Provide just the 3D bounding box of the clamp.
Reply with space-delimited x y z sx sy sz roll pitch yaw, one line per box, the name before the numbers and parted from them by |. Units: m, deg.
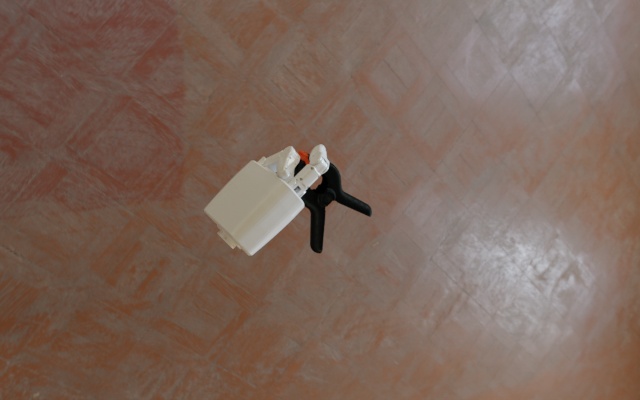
clamp | 0.000 0.002 0.758 0.171 0.120 0.039 51 -13 -29
